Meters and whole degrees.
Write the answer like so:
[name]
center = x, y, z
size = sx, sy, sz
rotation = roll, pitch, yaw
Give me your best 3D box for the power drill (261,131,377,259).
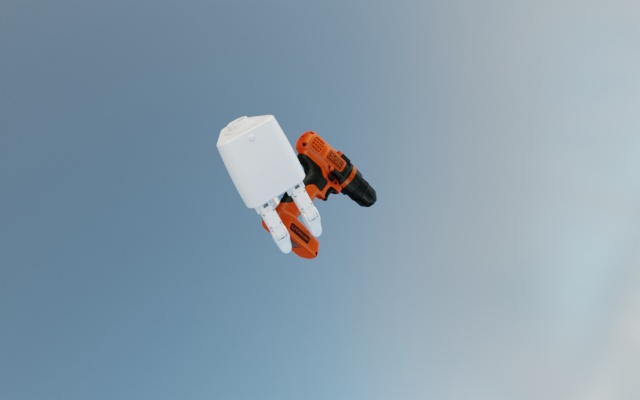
[power drill]
center = 0.000, 0.003, 0.812
size = 0.184, 0.187, 0.057
rotation = 40, -27, -21
